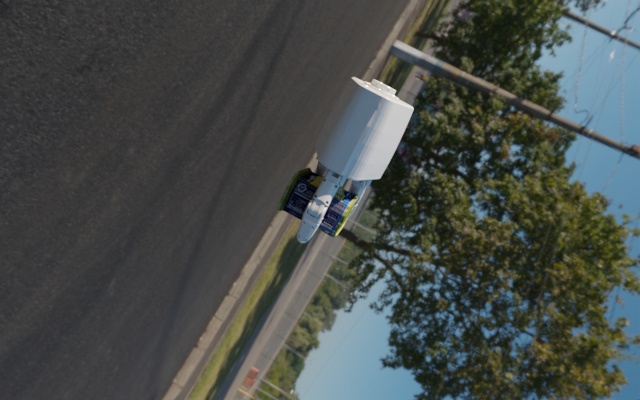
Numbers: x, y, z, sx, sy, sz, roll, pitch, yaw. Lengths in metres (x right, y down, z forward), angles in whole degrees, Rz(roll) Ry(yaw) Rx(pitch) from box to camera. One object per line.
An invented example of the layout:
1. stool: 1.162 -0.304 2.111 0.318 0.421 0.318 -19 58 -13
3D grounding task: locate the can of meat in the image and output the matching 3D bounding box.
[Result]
1. can of meat: 0.000 0.002 0.646 0.084 0.057 0.102 28 13 6
